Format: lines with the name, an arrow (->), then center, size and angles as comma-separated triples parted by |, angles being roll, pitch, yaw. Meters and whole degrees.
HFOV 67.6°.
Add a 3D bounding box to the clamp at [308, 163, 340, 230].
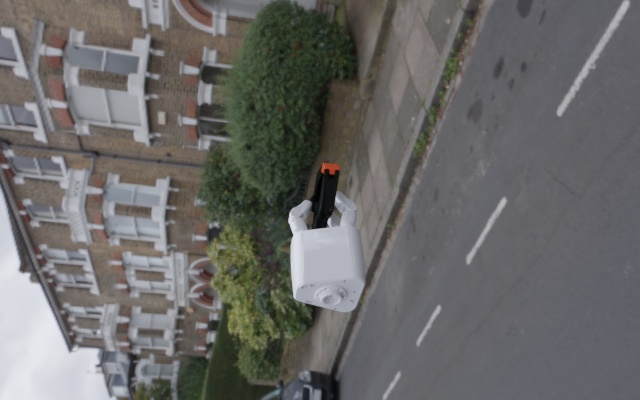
clamp -> -0.001, 0.003, 0.869 | 0.036, 0.210, 0.164 | 3, 43, -10
